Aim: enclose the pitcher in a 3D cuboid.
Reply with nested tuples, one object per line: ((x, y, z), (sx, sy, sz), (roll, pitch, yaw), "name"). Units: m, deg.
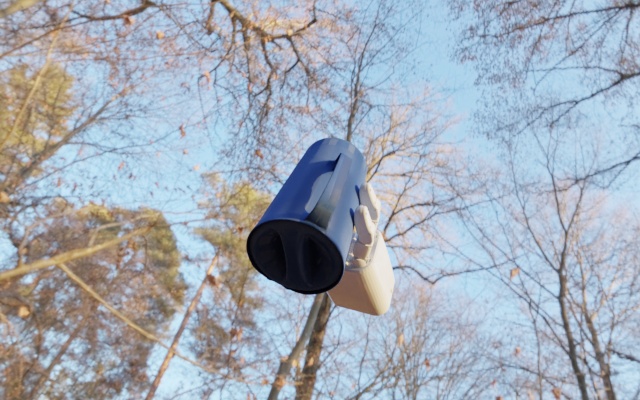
((0.000, 0.002, 0.699), (0.149, 0.145, 0.242), (-10, 33, 25), "pitcher")
